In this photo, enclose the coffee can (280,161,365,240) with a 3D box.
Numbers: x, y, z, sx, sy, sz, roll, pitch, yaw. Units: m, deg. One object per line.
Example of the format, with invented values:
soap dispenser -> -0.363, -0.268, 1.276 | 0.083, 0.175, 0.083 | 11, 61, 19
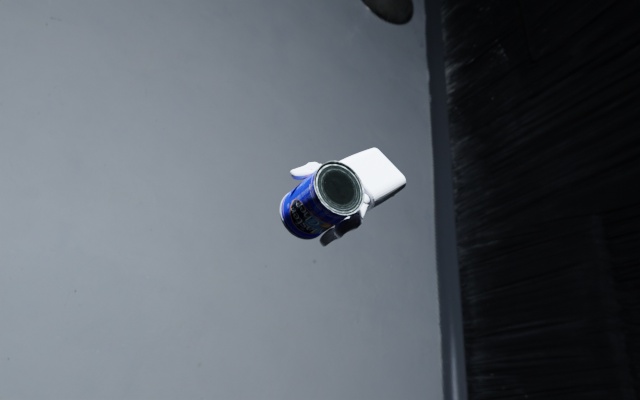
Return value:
coffee can -> 0.000, 0.003, 0.875 | 0.103, 0.102, 0.140 | 0, -21, -31
